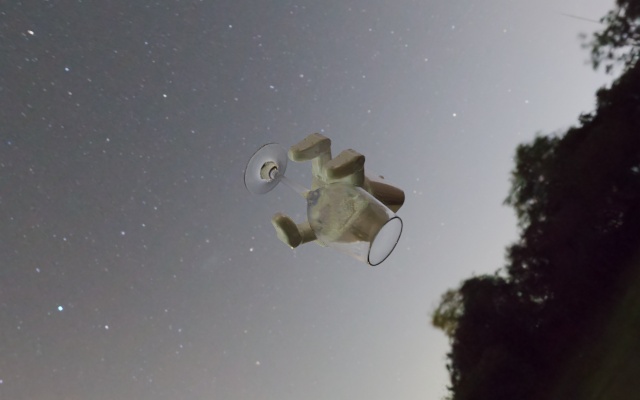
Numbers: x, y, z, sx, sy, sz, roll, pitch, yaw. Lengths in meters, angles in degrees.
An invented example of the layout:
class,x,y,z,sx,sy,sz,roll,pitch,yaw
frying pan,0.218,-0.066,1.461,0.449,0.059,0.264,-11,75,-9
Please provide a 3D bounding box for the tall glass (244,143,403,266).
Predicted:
class,x,y,z,sx,sy,sz,roll,pitch,yaw
tall glass,-0.001,0.002,0.575,0.201,0.079,0.079,31,18,33
